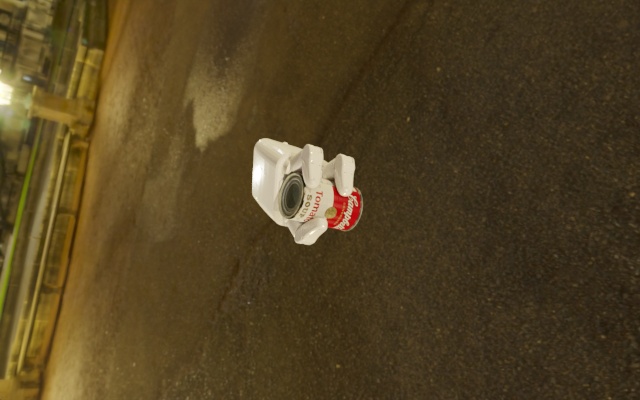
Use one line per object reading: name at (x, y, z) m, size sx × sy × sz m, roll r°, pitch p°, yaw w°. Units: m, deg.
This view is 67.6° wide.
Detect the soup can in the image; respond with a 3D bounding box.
soup can at (0.000, 0.002, 0.681) m, size 0.102 × 0.068 × 0.068 m, roll 13°, pitch -7°, yaw -33°
